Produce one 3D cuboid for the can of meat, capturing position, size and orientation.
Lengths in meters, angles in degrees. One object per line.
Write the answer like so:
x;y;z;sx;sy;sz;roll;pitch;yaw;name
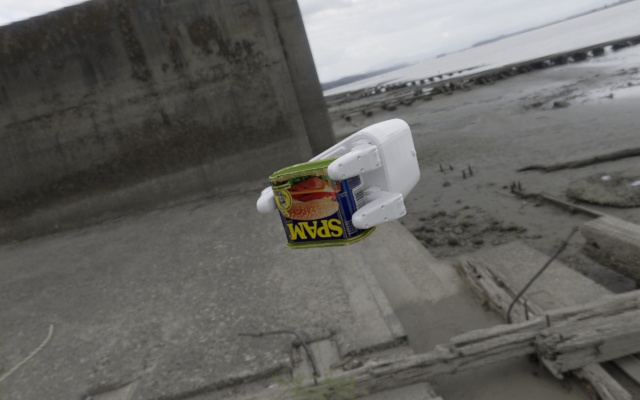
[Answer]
0.000;0.001;0.514;0.102;0.084;0.057;-8;15;35;can of meat
